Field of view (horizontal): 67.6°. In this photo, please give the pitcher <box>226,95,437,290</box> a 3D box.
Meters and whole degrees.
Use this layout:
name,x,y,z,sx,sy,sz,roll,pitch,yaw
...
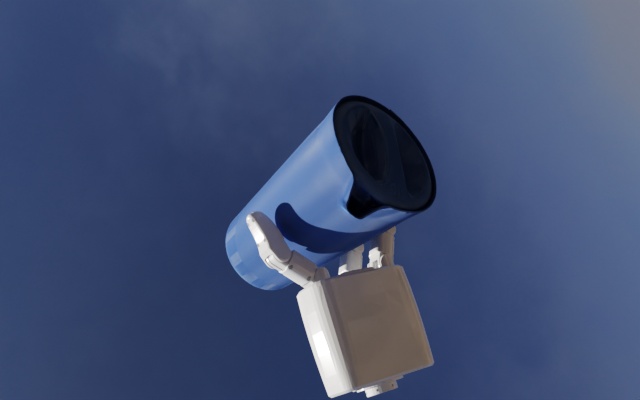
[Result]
name,x,y,z,sx,sy,sz,roll,pitch,yaw
pitcher,0.000,0.002,0.536,0.149,0.145,0.243,0,-29,-43
